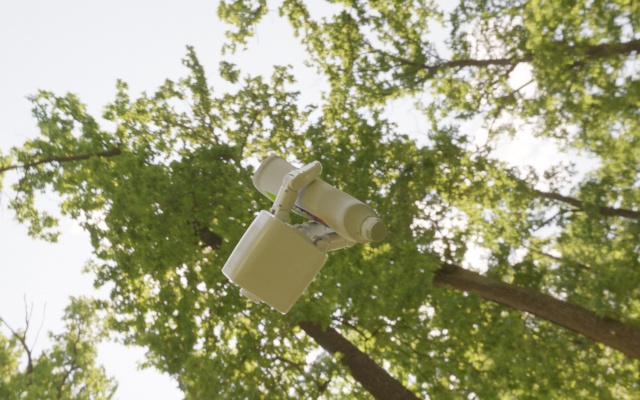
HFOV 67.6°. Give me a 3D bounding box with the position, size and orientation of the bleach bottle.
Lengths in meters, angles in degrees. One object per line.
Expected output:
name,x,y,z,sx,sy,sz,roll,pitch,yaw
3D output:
bleach bottle,0.000,0.002,0.706,0.103,0.068,0.250,40,-9,-37
